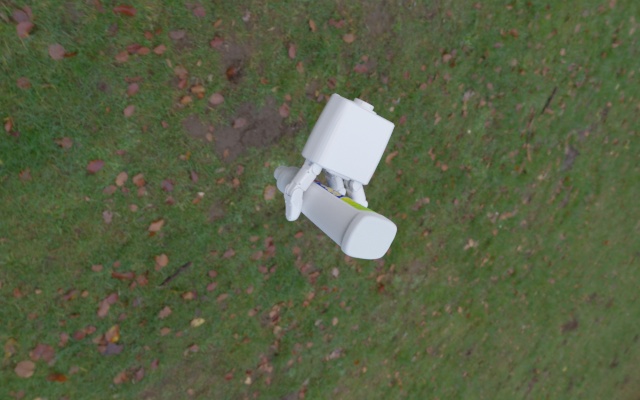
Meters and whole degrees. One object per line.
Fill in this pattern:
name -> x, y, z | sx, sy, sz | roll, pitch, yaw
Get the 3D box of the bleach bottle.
bleach bottle -> 0.000, 0.003, 0.765 | 0.102, 0.068, 0.250 | 17, 14, -47
